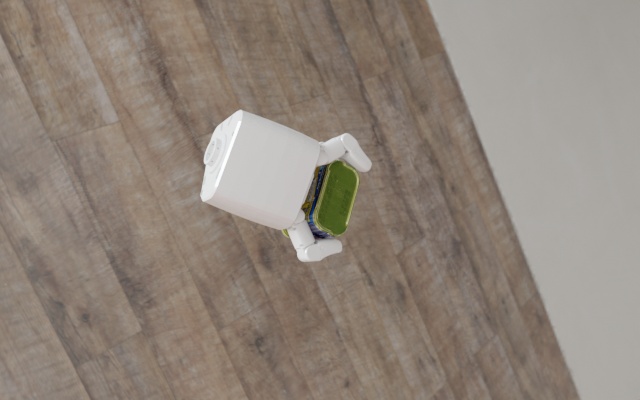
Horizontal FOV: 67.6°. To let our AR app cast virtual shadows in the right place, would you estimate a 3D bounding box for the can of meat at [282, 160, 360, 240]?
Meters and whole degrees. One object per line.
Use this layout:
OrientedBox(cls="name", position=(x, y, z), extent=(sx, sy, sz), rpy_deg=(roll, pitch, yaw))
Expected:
OrientedBox(cls="can of meat", position=(0.000, 0.002, 0.627), extent=(0.057, 0.102, 0.084), rpy_deg=(26, -21, -27))
